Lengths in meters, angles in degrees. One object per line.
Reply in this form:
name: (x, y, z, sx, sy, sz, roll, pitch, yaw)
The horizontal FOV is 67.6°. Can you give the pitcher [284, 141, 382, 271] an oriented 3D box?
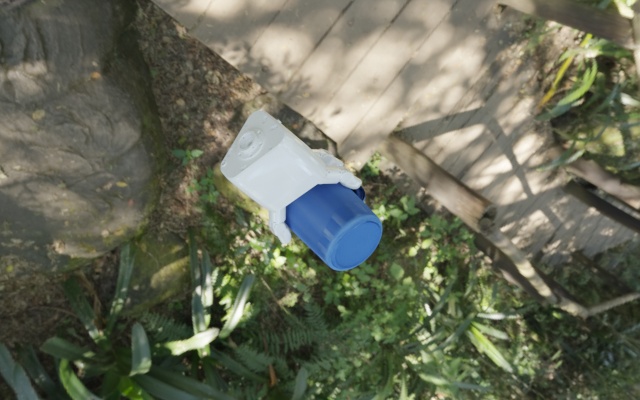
pitcher: (0.000, 0.003, 0.812, 0.242, 0.149, 0.145, 44, 1, 40)
